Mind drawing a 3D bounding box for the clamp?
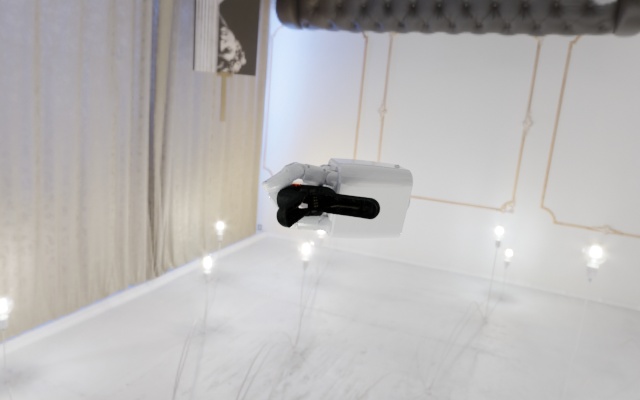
[{"bbox_3d":[0.000,0.003,0.600,0.120,0.039,0.171,3,12,-10],"label":"clamp"}]
